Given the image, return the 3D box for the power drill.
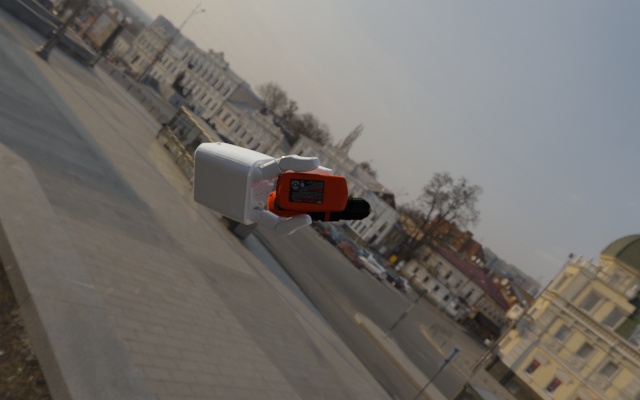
[{"bbox_3d":[0.000,0.002,0.784,0.184,0.057,0.188,2,-10,-2],"label":"power drill"}]
